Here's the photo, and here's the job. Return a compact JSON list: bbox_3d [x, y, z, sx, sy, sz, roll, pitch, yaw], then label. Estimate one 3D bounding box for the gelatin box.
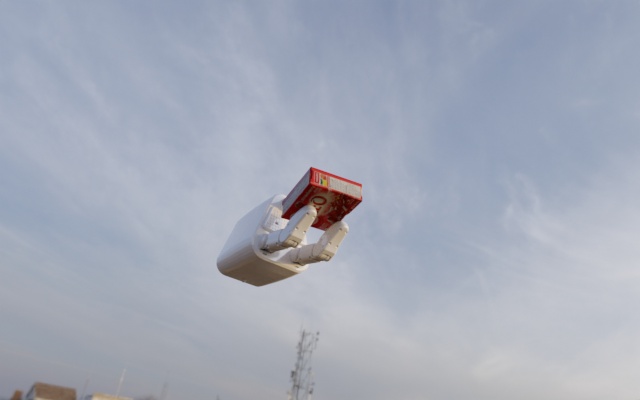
[{"bbox_3d":[0.000,0.001,0.607,0.073,0.030,0.089,18,-39,-21],"label":"gelatin box"}]
